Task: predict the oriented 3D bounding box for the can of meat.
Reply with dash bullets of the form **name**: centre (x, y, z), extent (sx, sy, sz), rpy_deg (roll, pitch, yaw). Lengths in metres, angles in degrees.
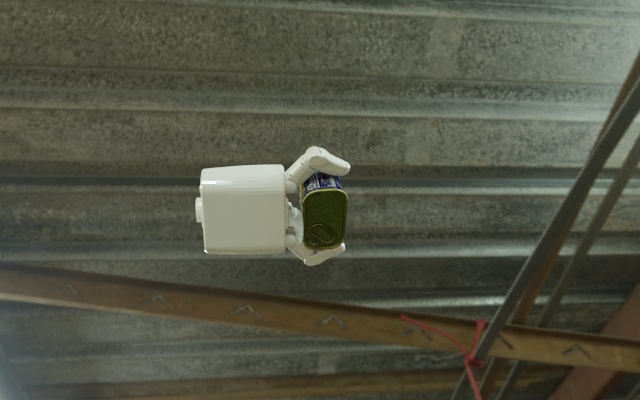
- **can of meat**: centre (0.000, 0.002, 0.652), extent (0.057, 0.102, 0.084), rpy_deg (-4, 39, -7)
